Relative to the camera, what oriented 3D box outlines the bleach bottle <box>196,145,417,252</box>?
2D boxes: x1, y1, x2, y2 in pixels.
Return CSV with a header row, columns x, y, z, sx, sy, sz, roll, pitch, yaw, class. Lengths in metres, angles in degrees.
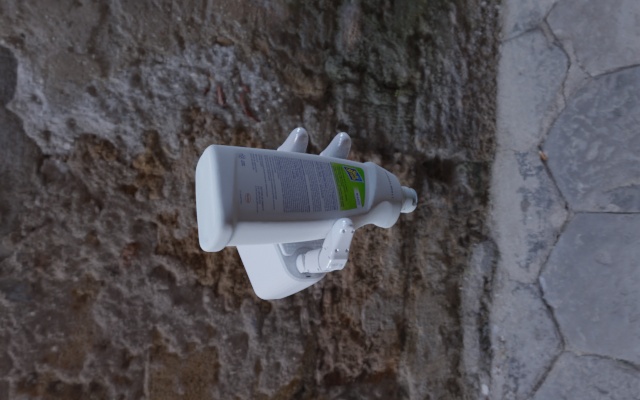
x,y,z,sx,sy,sz,roll,pitch,yaw,class
0.000,0.002,0.510,0.251,0.102,0.068,3,-23,-30,bleach bottle
